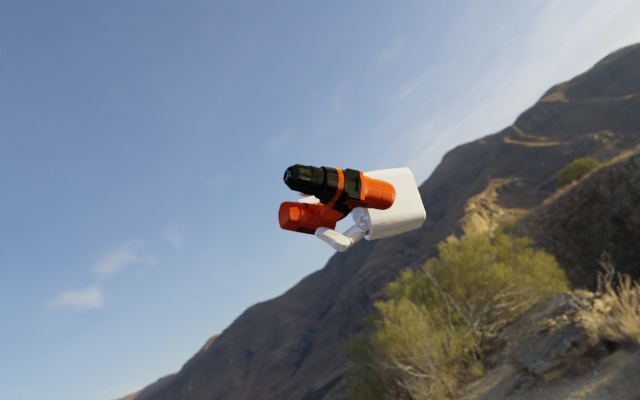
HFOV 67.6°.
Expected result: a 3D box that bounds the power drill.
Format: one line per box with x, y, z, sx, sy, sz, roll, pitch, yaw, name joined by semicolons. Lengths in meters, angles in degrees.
0.000;0.003;0.772;0.184;0.057;0.188;12;-23;-24;power drill
